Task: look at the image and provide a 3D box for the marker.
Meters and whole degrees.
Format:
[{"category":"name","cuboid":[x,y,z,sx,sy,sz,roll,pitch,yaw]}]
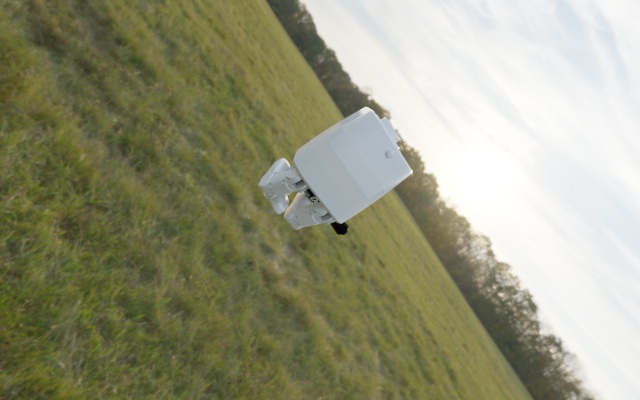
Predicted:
[{"category":"marker","cuboid":[0.000,0.002,0.616,0.020,0.020,0.121,0,-44,48]}]
